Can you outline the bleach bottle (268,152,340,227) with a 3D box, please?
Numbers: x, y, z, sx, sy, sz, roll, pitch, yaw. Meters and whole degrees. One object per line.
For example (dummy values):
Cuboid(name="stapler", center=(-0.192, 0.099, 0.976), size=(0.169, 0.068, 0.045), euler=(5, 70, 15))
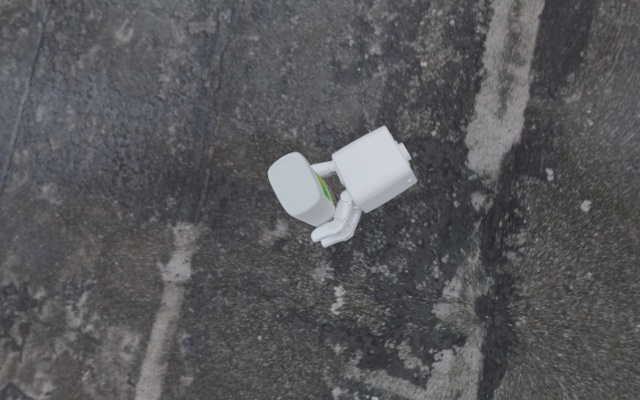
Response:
Cuboid(name="bleach bottle", center=(0.000, 0.003, 0.838), size=(0.068, 0.102, 0.251), euler=(-31, -21, 10))
